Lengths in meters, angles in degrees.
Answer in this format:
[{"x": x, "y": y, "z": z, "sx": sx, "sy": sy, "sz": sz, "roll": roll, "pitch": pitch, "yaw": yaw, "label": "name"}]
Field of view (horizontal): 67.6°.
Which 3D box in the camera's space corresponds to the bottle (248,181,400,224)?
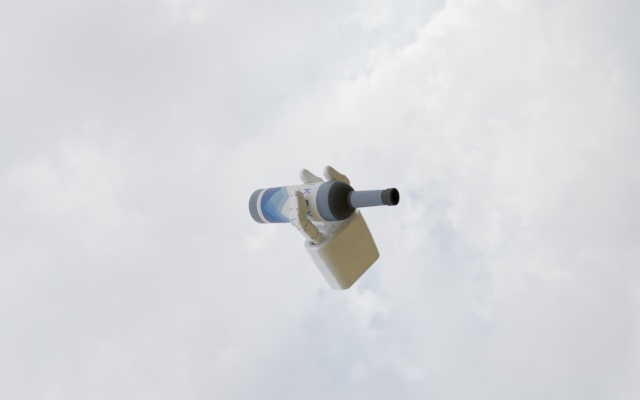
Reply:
[{"x": 0.000, "y": 0.003, "z": 0.805, "sx": 0.296, "sy": 0.069, "sz": 0.069, "roll": -4, "pitch": -3, "yaw": 41, "label": "bottle"}]
